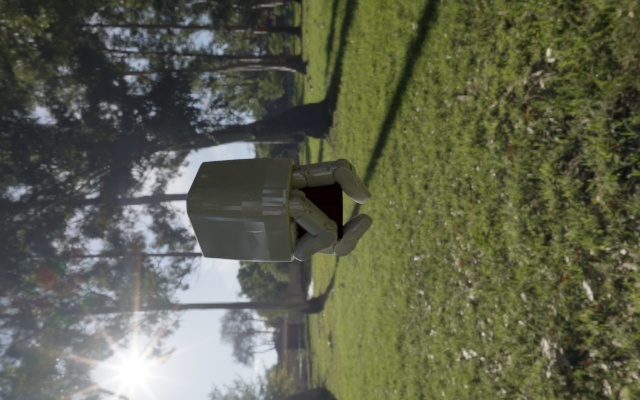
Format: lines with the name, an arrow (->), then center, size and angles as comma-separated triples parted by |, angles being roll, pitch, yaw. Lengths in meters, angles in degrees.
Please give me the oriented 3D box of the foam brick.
foam brick -> 0.000, 0.002, 0.559 | 0.051, 0.053, 0.078 | 0, 33, 2
